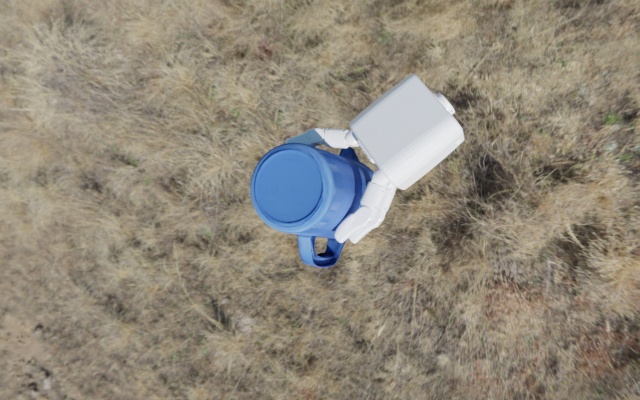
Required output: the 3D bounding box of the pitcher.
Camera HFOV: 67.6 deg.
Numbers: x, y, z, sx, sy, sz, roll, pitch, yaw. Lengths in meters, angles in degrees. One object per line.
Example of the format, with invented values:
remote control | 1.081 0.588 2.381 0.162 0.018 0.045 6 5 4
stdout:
pitcher | 0.000 0.002 0.667 0.145 0.149 0.243 -37 -14 13
